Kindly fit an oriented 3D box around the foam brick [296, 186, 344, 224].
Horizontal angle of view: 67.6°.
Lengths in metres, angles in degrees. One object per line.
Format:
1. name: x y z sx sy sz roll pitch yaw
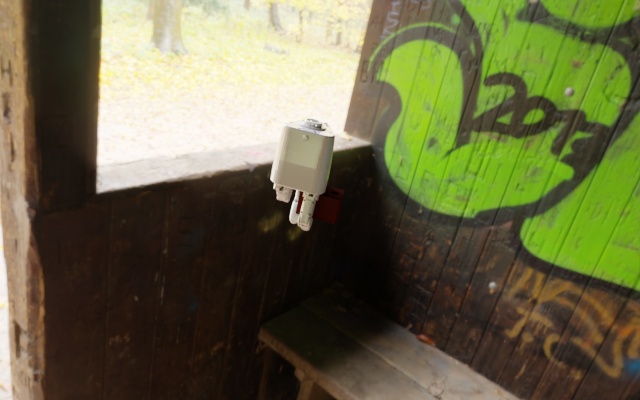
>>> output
1. foam brick: 0.000 0.003 0.879 0.078 0.051 0.053 15 21 5
